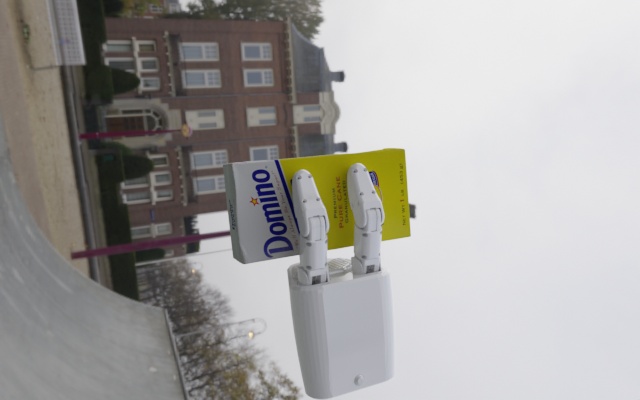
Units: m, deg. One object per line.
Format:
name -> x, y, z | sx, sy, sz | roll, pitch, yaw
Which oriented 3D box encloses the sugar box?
sugar box -> 0.000, 0.002, 0.464 | 0.176, 0.093, 0.048 | -8, 6, -23
